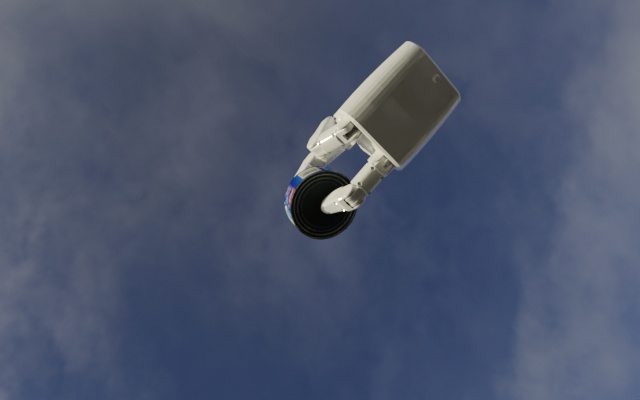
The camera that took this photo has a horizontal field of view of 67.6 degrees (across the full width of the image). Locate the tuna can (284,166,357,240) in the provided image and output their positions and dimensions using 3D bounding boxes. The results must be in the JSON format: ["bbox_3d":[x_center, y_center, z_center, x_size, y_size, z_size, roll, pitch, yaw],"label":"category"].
[{"bbox_3d":[0.000,0.002,0.581,0.086,0.086,0.033,0,16,-20],"label":"tuna can"}]
